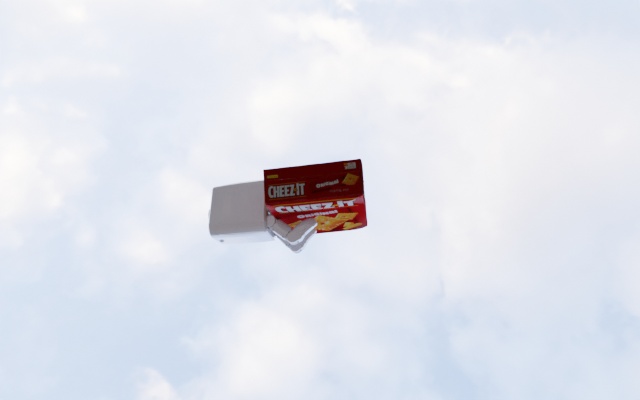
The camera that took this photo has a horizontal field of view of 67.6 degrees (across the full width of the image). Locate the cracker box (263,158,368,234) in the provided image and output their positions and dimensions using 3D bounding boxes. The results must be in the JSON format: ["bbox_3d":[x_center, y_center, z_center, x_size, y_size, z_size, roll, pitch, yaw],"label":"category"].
[{"bbox_3d":[0.000,0.003,0.864,0.164,0.072,0.214,-7,-18,5],"label":"cracker box"}]
